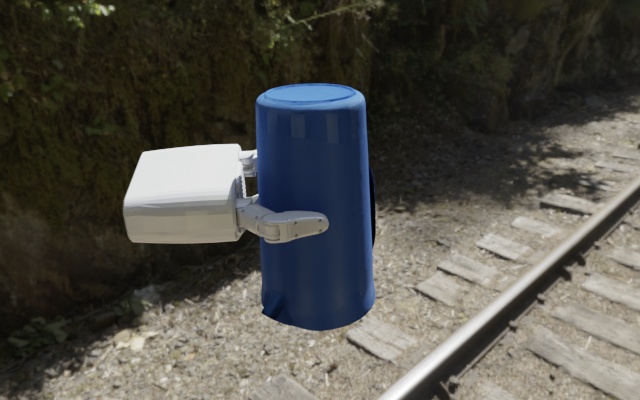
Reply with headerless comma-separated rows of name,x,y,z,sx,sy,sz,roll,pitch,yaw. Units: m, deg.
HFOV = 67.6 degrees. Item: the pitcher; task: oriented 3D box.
pitcher,0.000,0.002,0.519,0.145,0.243,0.149,-3,24,-3
